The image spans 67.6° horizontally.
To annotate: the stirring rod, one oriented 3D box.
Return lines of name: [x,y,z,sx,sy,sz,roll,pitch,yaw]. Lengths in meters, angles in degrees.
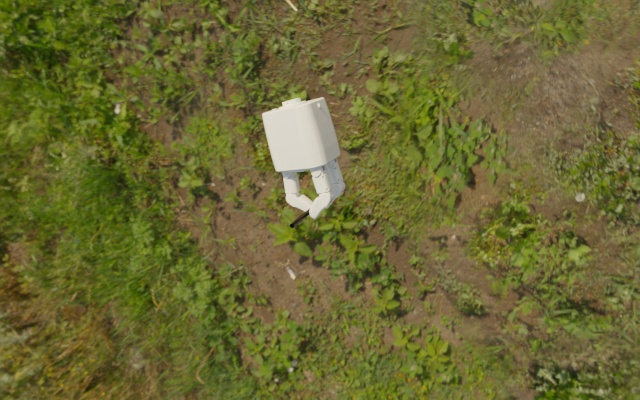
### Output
stirring rod: [0.000,0.003,0.879,0.011,0.011,0.239,0,19,24]
